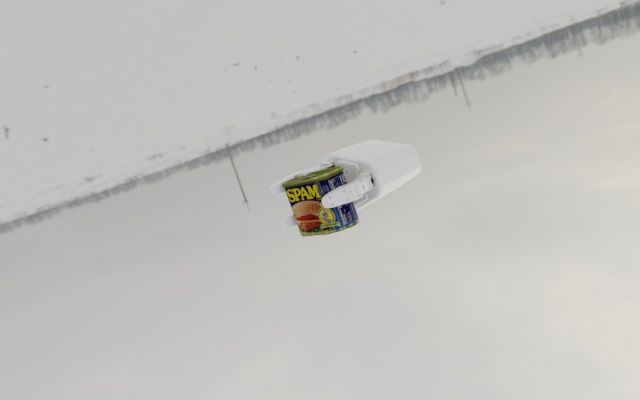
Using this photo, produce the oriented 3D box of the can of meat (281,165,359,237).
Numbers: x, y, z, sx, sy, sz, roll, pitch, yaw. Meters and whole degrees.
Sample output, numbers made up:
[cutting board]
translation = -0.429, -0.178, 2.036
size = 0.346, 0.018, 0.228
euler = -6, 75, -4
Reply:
[can of meat]
translation = 0.000, 0.003, 0.685
size = 0.057, 0.084, 0.102
euler = -27, 12, -40
